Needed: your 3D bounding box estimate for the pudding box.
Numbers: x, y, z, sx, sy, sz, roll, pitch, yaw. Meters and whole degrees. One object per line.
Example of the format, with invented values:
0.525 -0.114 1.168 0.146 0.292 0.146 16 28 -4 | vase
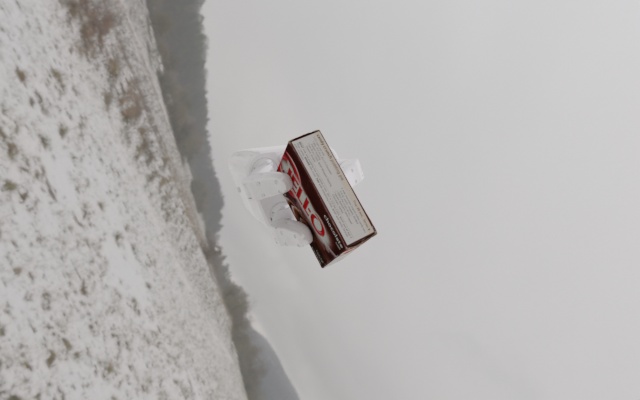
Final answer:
0.000 0.001 0.460 0.039 0.113 0.090 -27 -10 -20 | pudding box
